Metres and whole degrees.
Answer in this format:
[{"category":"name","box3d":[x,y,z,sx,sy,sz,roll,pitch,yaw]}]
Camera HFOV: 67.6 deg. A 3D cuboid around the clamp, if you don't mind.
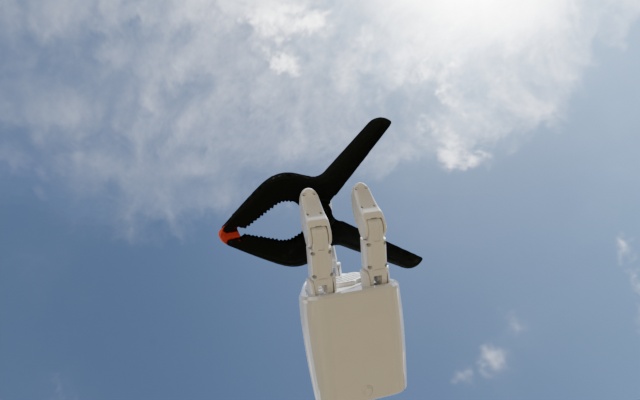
[{"category":"clamp","box3d":[-0.001,0.002,0.490,0.210,0.164,0.036,-7,-1,-16]}]
